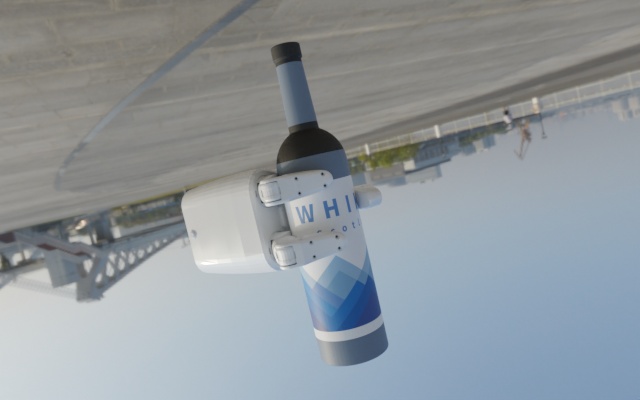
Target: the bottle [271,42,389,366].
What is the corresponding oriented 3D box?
[{"bbox_3d":[0.000,0.002,0.449,0.069,0.296,0.069,-13,4,1],"label":"bottle"}]
